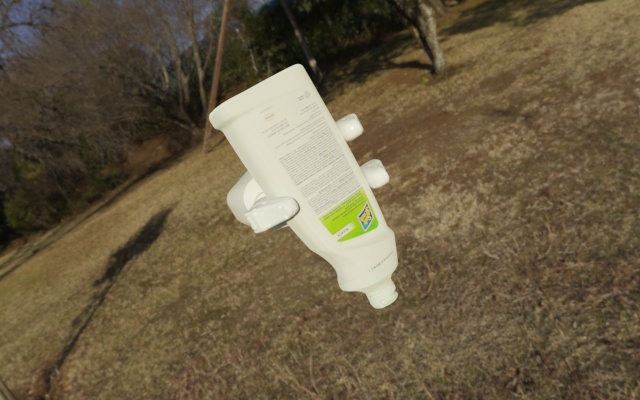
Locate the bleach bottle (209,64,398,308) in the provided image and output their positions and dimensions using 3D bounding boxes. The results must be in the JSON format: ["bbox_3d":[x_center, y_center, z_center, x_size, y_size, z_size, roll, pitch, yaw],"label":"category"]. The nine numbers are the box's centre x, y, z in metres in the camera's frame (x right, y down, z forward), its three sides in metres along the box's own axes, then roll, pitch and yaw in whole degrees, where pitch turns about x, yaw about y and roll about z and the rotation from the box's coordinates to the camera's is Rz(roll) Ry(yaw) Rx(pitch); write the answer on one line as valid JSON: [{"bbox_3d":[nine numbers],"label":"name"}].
[{"bbox_3d":[0.000,0.001,0.471,0.102,0.251,0.068,-34,12,-19],"label":"bleach bottle"}]
